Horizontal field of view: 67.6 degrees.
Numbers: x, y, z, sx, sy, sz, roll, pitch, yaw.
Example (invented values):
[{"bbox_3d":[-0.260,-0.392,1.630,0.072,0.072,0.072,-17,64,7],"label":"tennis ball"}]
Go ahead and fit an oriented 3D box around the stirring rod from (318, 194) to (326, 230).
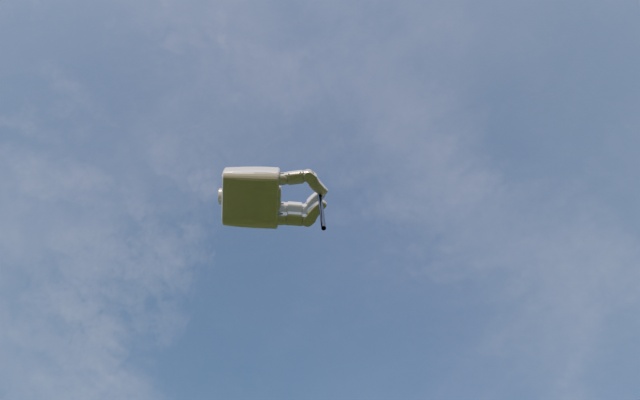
[{"bbox_3d":[0.000,0.003,0.883,0.011,0.011,0.239,0,20,-3],"label":"stirring rod"}]
